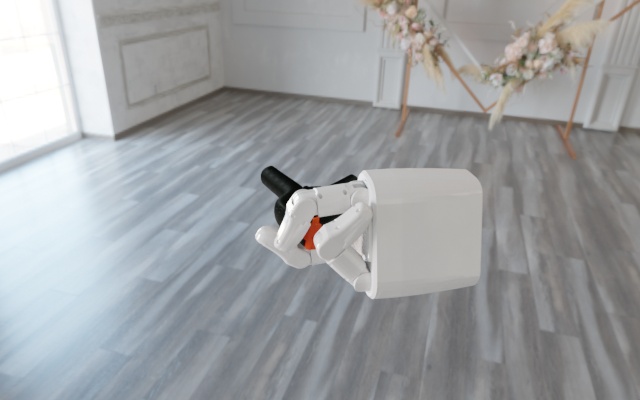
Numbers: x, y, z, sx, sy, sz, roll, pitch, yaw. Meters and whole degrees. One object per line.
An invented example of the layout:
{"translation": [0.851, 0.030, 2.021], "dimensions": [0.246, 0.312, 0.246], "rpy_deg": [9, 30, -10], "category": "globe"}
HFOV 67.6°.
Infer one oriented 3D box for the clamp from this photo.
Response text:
{"translation": [0.000, 0.001, 0.523], "dimensions": [0.120, 0.039, 0.171], "rpy_deg": [-3, 27, -10], "category": "clamp"}
